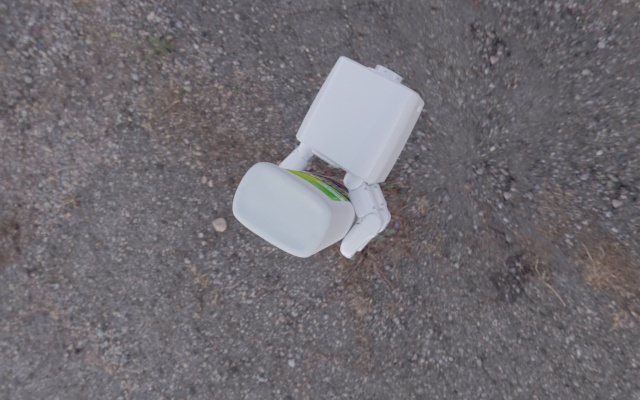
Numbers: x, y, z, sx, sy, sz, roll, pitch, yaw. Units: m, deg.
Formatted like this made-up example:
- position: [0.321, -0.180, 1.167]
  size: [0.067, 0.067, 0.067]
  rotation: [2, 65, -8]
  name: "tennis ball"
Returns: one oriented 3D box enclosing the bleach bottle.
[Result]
- position: [0.000, 0.002, 0.563]
  size: [0.102, 0.068, 0.251]
  rotation: [32, 12, 13]
  name: "bleach bottle"
